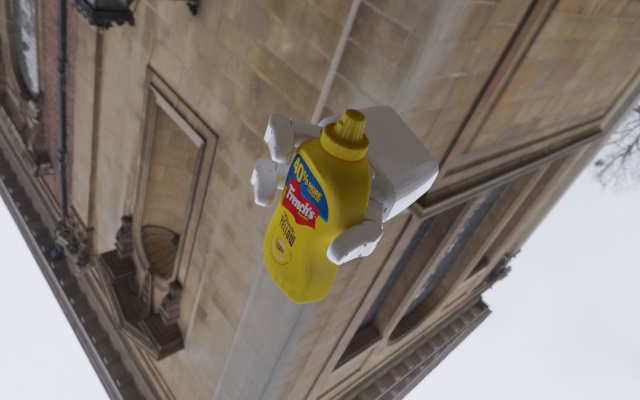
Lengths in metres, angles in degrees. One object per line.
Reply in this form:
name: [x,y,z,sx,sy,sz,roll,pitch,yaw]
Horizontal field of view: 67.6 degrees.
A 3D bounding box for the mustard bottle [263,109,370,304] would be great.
mustard bottle: [0.000,0.002,0.444,0.058,0.192,0.096,-2,43,-30]
